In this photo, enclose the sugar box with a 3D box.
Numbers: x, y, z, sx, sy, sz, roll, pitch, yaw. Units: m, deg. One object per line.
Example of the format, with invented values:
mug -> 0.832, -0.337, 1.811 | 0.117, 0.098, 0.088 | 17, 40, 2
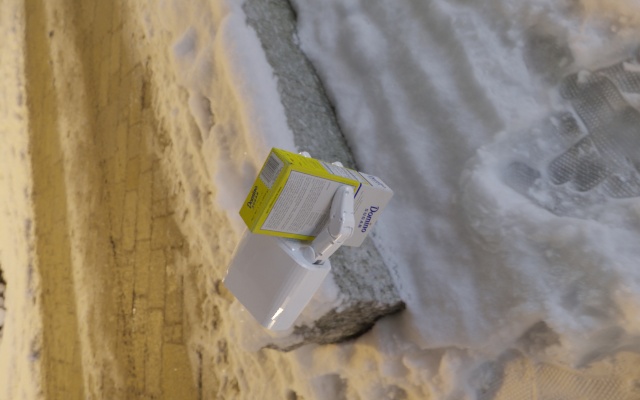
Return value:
sugar box -> 0.000, 0.002, 0.577 | 0.176, 0.093, 0.048 | 12, 27, -44
